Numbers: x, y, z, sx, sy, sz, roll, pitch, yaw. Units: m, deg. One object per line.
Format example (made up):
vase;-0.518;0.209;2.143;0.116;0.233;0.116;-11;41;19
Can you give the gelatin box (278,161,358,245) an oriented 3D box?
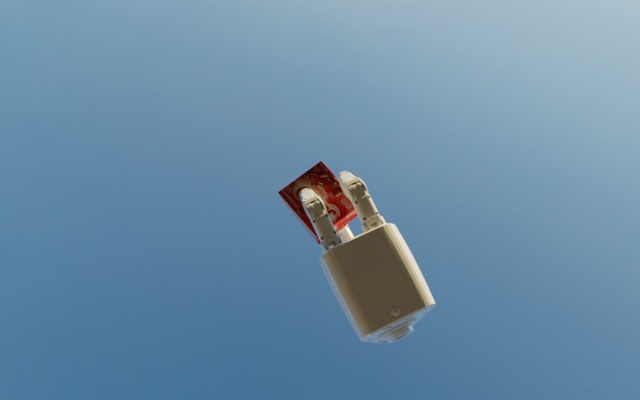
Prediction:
gelatin box;0.000;0.002;0.623;0.073;0.089;0.030;-37;-27;-10
